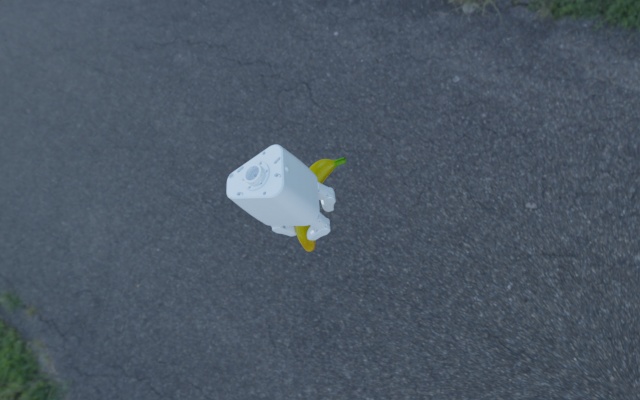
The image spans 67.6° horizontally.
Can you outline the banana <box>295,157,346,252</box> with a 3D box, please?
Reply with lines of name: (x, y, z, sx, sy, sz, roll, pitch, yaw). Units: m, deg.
banana: (-0.015, -0.002, 0.891, 0.069, 0.197, 0.037, 9, -21, 30)
